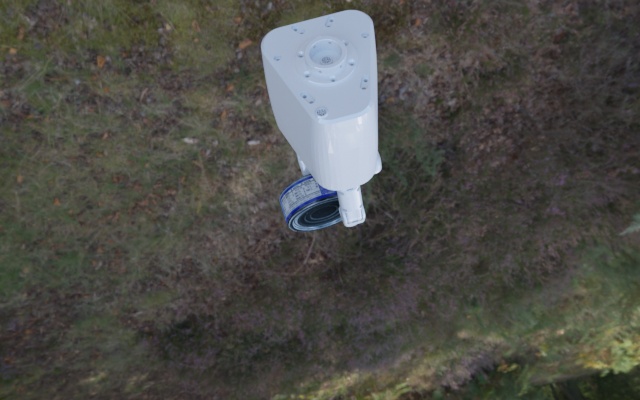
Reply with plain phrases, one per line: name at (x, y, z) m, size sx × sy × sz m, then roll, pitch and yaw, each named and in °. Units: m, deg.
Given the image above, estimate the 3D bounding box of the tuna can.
tuna can at (0.000, 0.002, 0.522) m, size 0.086 × 0.033 × 0.086 m, roll -16°, pitch -23°, yaw -7°
